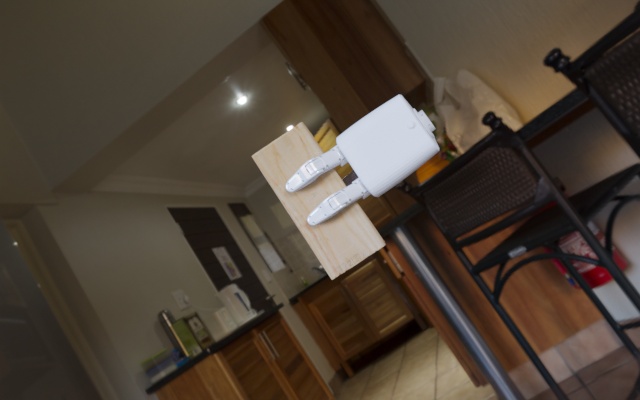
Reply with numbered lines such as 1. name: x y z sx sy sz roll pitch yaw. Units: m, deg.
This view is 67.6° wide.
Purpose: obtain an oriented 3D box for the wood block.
1. wood block: 0.000 0.002 0.698 0.090 0.206 0.091 -34 -7 4
